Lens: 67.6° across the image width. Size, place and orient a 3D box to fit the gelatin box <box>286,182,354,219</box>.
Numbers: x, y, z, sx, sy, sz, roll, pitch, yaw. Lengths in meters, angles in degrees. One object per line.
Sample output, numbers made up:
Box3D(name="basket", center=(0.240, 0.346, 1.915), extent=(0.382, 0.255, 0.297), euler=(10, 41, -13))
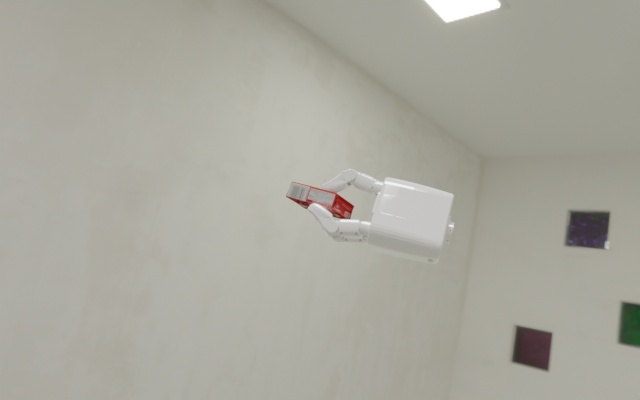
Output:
Box3D(name="gelatin box", center=(0.000, 0.002, 0.769), extent=(0.089, 0.030, 0.073), euler=(16, -9, 27))
